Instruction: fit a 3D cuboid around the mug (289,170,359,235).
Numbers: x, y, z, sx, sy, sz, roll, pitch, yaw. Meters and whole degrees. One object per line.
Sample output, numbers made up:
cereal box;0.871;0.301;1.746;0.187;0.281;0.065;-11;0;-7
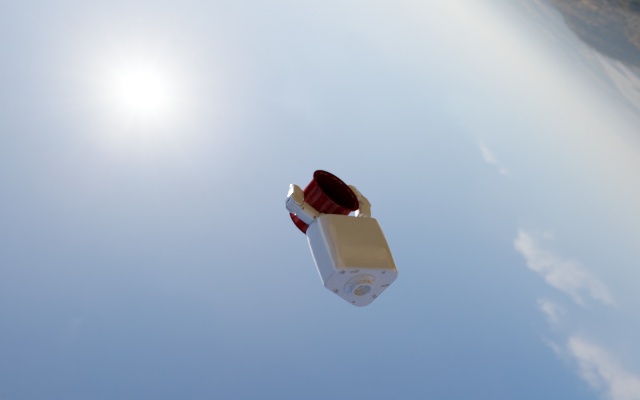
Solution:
mug;0.000;0.002;0.790;0.093;0.081;0.117;24;30;-32
